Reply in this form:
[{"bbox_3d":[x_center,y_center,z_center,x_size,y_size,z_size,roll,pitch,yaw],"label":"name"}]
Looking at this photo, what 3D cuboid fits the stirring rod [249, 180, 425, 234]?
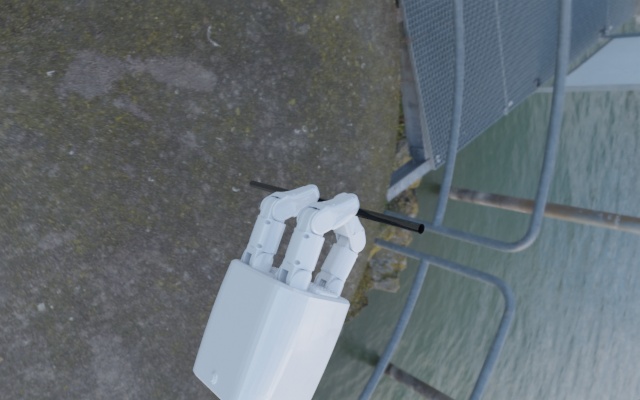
[{"bbox_3d":[0.000,0.002,0.459,0.011,0.011,0.239,0,10,-41],"label":"stirring rod"}]
